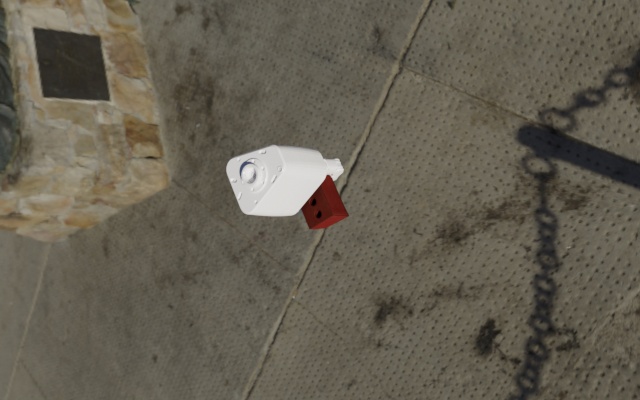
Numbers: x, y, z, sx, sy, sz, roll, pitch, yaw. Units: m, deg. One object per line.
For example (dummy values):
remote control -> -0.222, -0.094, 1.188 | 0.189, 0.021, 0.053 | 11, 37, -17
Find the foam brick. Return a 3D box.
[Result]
foam brick -> 0.000, 0.003, 0.783 | 0.053, 0.078, 0.051 | -31, -16, 27
